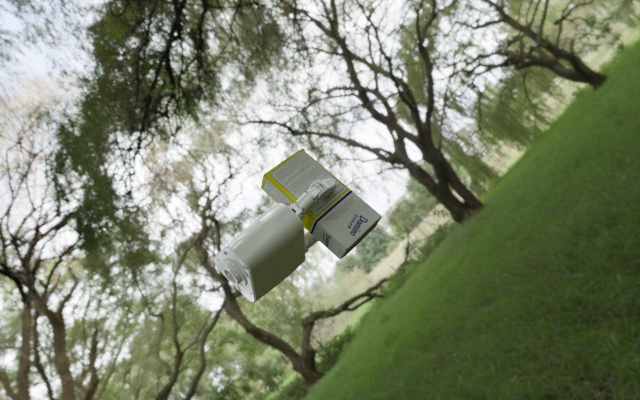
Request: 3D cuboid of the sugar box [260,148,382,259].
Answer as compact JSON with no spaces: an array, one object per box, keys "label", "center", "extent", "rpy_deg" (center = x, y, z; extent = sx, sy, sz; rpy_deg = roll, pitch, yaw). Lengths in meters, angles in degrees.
[{"label":"sugar box","center":[0.000,0.003,0.755],"extent":[0.093,0.176,0.048],"rpy_deg":[-39,-14,-33]}]
